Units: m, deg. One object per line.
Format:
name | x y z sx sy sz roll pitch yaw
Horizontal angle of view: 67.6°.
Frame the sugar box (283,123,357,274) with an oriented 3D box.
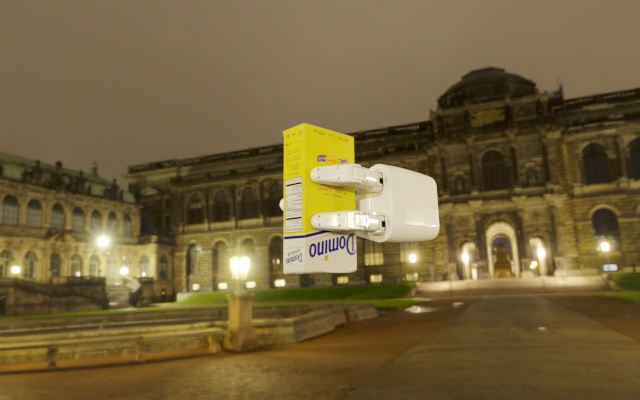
sugar box | 0.001 0.002 0.589 0.093 0.176 0.048 7 -14 -44
